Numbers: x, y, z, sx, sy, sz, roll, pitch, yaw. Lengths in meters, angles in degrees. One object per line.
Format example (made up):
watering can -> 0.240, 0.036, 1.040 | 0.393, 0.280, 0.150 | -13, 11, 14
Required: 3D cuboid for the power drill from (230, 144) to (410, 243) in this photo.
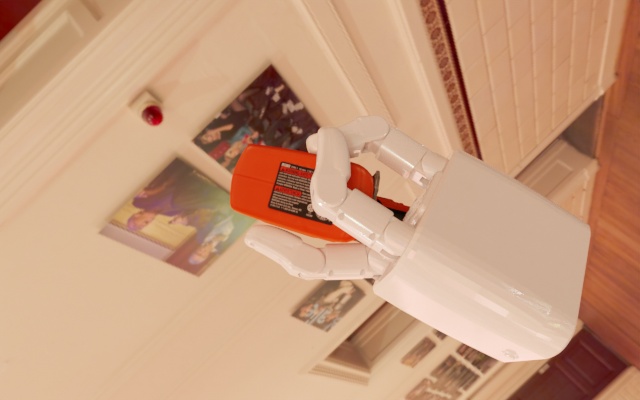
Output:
power drill -> 0.000, 0.001, 0.420 | 0.184, 0.057, 0.188 | 12, -3, 21
